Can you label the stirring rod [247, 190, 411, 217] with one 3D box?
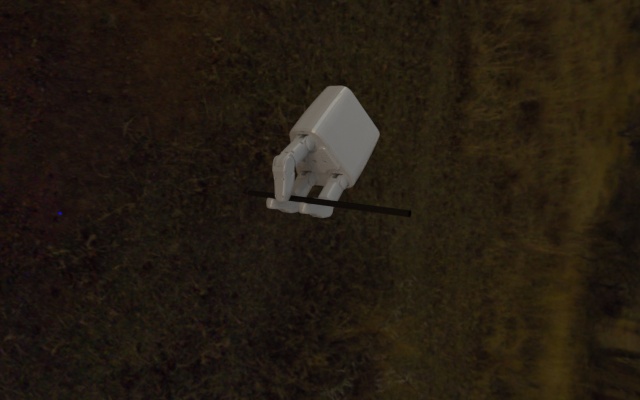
[{"bbox_3d":[0.000,0.002,0.595,0.239,0.011,0.011,7,4,34],"label":"stirring rod"}]
